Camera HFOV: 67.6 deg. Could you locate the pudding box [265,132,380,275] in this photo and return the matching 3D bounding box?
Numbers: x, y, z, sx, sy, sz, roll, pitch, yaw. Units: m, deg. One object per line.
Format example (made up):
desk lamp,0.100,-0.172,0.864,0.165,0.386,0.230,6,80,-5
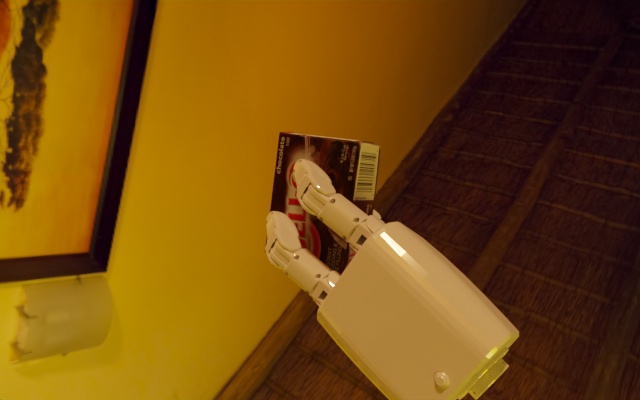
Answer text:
pudding box,0.000,0.001,0.412,0.090,0.113,0.039,13,6,38
